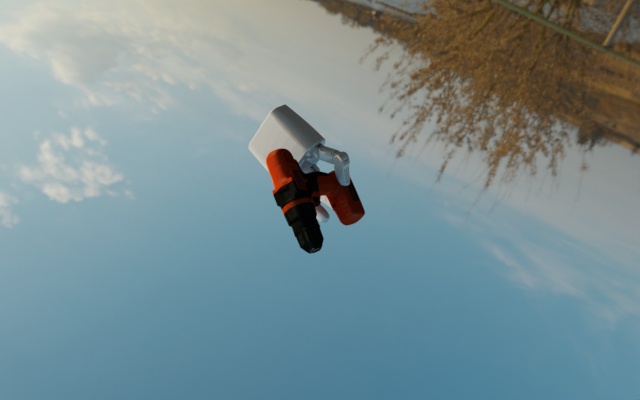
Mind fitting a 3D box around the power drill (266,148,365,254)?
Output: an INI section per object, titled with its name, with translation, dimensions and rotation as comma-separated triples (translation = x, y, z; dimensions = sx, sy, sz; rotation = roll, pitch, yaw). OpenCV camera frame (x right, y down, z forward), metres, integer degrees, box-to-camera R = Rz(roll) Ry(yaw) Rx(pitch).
[power drill]
translation = 0.000, 0.002, 0.820
dimensions = 0.057, 0.184, 0.187
rotation = -32, -21, 29
